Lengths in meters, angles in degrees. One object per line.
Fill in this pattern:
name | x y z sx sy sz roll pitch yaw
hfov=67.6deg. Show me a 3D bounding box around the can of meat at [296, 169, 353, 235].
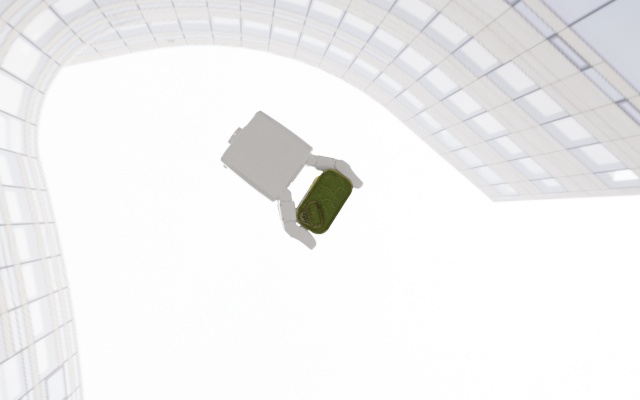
can of meat | 0.000 0.002 0.771 0.057 0.102 0.084 33 -6 -7
